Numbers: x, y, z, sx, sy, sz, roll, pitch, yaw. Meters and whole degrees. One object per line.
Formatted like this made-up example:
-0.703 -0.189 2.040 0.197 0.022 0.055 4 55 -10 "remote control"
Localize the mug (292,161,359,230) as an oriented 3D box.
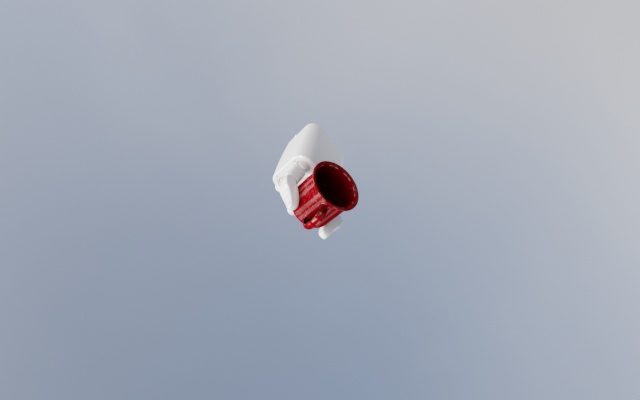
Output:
0.000 0.004 0.789 0.093 0.117 0.081 35 -46 -17 "mug"
